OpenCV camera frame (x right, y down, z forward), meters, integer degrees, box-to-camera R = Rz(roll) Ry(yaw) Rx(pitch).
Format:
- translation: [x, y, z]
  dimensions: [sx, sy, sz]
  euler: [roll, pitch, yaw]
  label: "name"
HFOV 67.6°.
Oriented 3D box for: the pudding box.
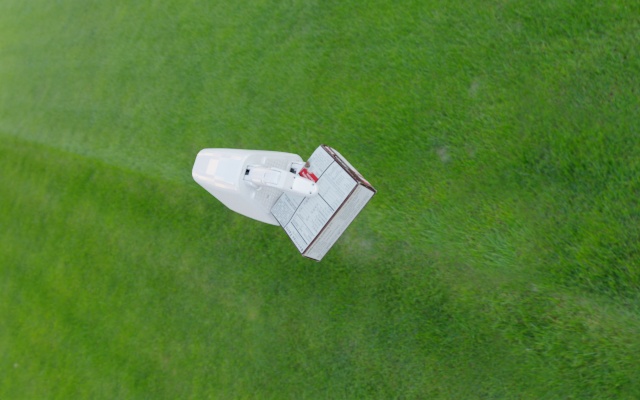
- translation: [0.000, 0.002, 0.572]
  dimensions: [0.039, 0.113, 0.090]
  euler: [21, 22, -47]
  label: "pudding box"
